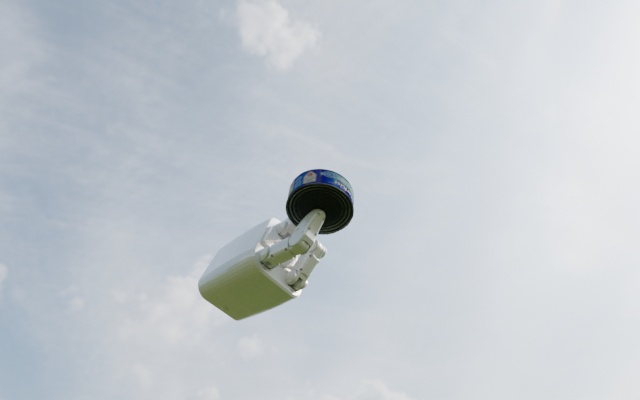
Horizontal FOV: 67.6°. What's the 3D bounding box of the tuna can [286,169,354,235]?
[{"bbox_3d":[0.000,0.002,0.609,0.086,0.086,0.033,0,41,6],"label":"tuna can"}]
